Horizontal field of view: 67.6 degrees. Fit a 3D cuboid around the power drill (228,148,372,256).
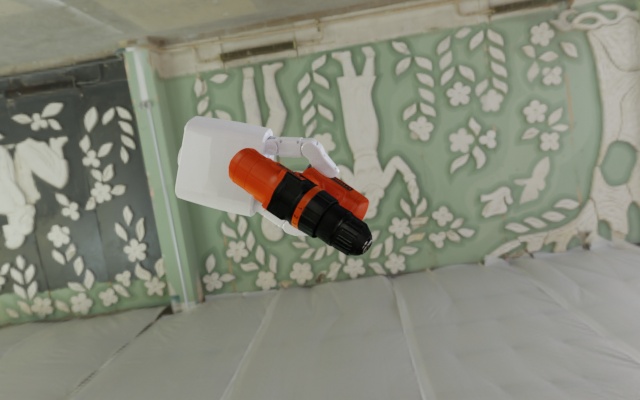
[{"bbox_3d":[0.000,0.002,0.585,0.184,0.057,0.187,35,9,17],"label":"power drill"}]
